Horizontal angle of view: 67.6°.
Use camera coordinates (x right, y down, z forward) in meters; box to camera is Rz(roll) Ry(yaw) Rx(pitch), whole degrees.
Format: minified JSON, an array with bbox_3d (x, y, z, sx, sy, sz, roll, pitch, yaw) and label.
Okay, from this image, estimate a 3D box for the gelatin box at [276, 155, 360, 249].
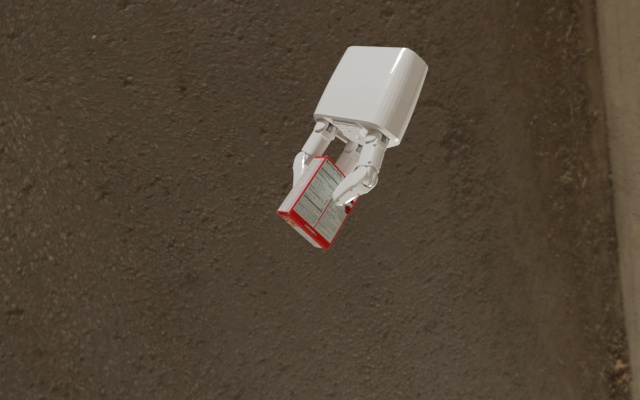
[{"bbox_3d":[0.000,0.002,0.575,0.073,0.089,0.030,44,-24,-30],"label":"gelatin box"}]
